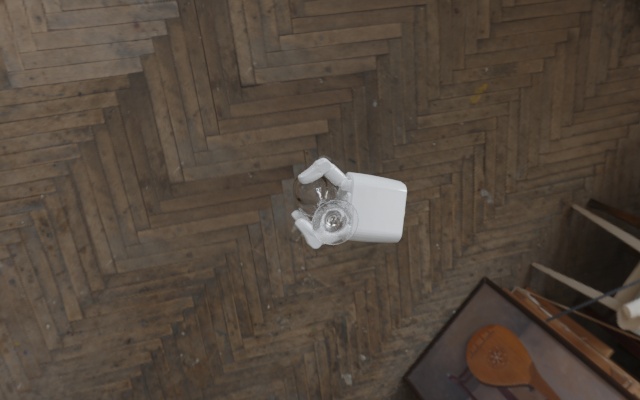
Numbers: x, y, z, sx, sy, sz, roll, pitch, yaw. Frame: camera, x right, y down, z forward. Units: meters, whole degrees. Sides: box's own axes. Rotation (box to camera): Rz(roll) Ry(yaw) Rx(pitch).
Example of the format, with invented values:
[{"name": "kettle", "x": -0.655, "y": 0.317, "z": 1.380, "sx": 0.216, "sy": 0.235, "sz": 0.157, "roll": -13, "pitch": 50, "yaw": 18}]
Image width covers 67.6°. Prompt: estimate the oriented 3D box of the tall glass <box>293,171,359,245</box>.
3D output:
[{"name": "tall glass", "x": 0.000, "y": 0.003, "z": 0.817, "sx": 0.079, "sy": 0.079, "sz": 0.201, "roll": 0, "pitch": 18, "yaw": -14}]
